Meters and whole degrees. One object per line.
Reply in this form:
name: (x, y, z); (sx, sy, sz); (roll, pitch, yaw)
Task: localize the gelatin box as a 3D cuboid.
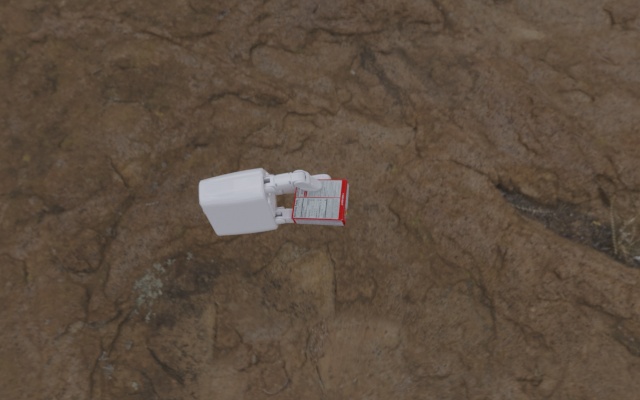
gelatin box: (0.000, 0.002, 0.794); (0.089, 0.073, 0.030); (1, -22, 14)
